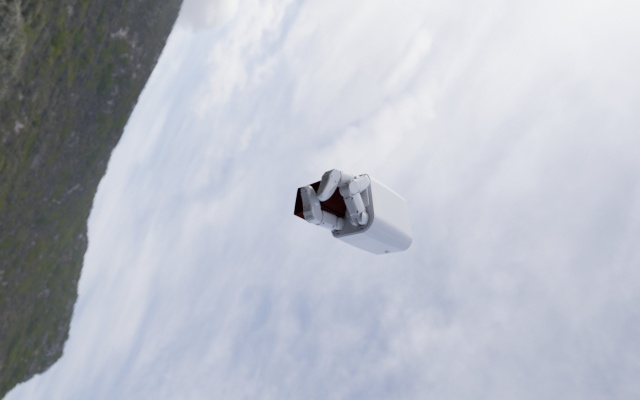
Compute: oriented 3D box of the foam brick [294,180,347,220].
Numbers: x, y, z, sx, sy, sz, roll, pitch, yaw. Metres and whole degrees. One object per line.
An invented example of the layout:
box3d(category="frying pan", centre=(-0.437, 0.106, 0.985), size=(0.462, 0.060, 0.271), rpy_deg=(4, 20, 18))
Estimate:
box3d(category="foam brick", centre=(0.000, 0.003, 0.805), size=(0.051, 0.053, 0.078), rpy_deg=(26, -28, -35))
